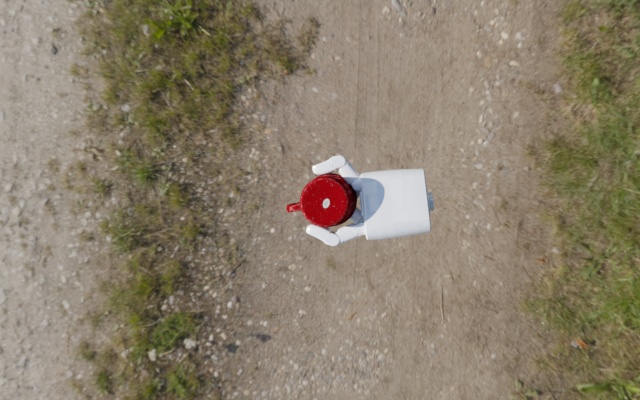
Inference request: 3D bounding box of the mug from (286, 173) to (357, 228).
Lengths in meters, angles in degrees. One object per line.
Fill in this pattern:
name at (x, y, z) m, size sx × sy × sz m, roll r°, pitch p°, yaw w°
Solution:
mug at (-0.001, 0.003, 0.792) m, size 0.117 × 0.093 × 0.081 m, roll -8°, pitch 2°, yaw 8°
